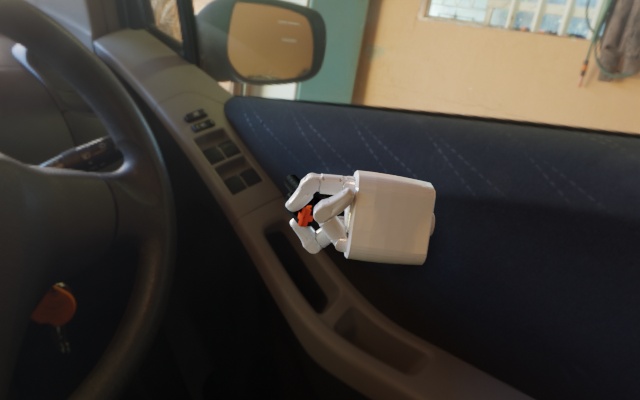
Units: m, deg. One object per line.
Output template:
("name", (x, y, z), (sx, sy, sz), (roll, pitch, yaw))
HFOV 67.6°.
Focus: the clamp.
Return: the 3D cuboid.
("clamp", (0.000, 0.002, 0.723), (0.120, 0.039, 0.171), (7, 20, -3))
